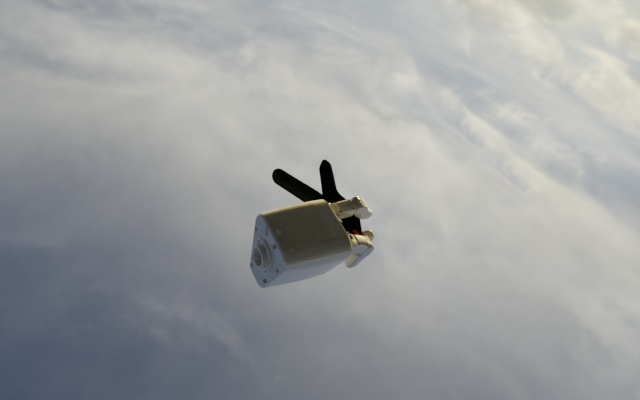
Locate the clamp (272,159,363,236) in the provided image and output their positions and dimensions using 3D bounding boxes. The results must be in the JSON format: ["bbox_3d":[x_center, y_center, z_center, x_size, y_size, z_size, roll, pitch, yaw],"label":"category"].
[{"bbox_3d":[0.000,0.003,0.751,0.120,0.171,0.039,-10,-36,-33],"label":"clamp"}]
